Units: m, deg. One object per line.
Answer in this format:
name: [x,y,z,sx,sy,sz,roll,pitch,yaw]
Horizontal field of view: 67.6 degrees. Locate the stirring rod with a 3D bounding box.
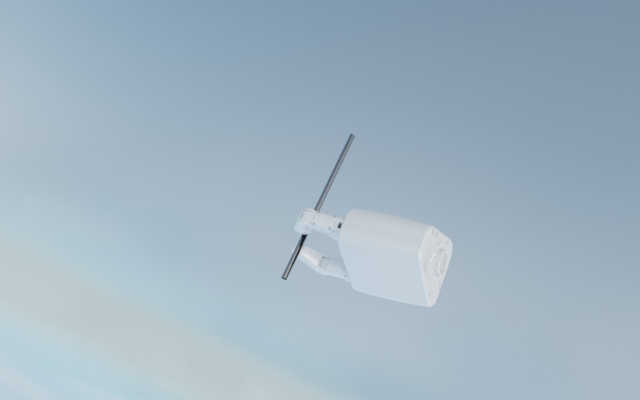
stirring rod: [0.000,0.002,0.669,0.011,0.239,0.011,22,-23,10]
